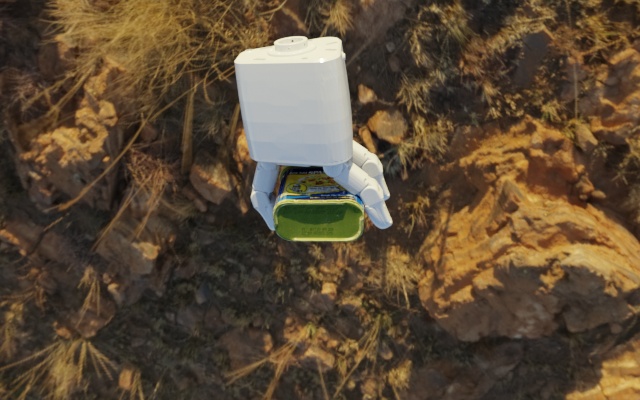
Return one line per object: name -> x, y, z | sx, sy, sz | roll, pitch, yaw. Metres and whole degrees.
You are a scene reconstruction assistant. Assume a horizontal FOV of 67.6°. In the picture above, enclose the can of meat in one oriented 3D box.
can of meat -> 0.000, 0.002, 0.536 | 0.102, 0.057, 0.084 | -1, 31, 4
